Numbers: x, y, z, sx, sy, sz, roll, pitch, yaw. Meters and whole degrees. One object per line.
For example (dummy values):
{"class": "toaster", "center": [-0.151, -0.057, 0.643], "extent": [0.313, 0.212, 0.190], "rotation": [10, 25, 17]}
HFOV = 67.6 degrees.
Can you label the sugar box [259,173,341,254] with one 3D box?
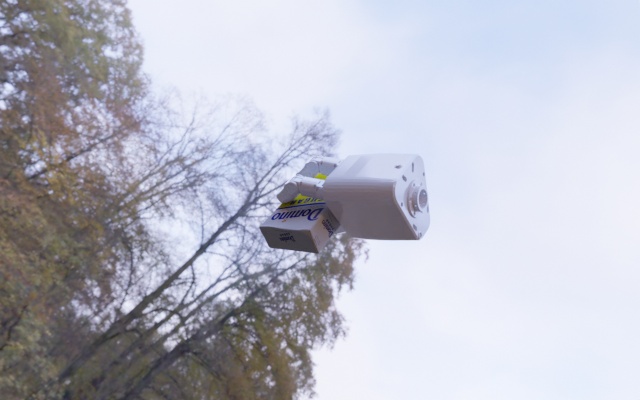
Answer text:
{"class": "sugar box", "center": [0.000, 0.002, 0.697], "extent": [0.093, 0.048, 0.176], "rotation": [2, 35, 38]}
